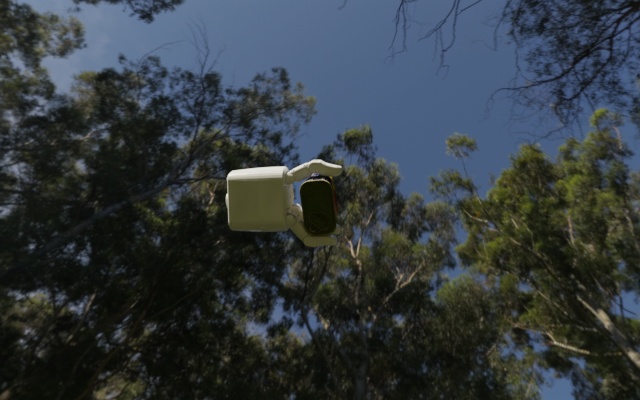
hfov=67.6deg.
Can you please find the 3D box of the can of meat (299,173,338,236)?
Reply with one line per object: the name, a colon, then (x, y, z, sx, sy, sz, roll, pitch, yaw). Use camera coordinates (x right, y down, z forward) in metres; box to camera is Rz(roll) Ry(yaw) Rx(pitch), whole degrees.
can of meat: (0.000, 0.003, 0.867, 0.057, 0.102, 0.084, -5, 16, 8)
